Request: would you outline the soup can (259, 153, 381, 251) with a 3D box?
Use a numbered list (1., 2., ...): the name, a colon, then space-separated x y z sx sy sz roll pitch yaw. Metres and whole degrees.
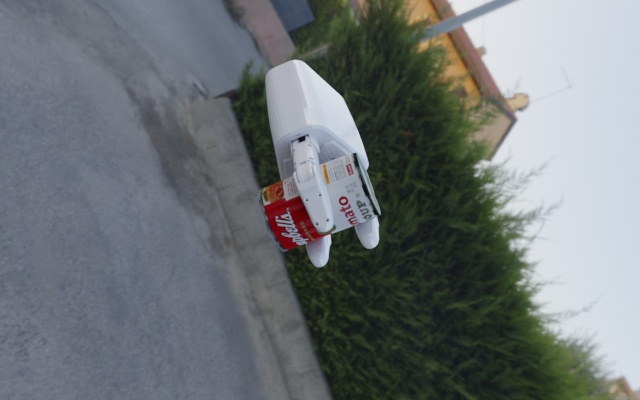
1. soup can: 0.000 0.002 0.470 0.102 0.068 0.068 -21 -4 10
